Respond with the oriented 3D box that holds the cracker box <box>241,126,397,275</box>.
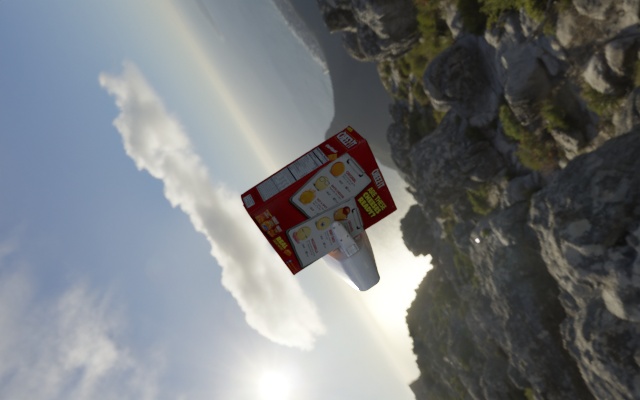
[{"bbox_3d":[0.000,0.003,0.790,0.213,0.164,0.072,-33,39,-3],"label":"cracker box"}]
